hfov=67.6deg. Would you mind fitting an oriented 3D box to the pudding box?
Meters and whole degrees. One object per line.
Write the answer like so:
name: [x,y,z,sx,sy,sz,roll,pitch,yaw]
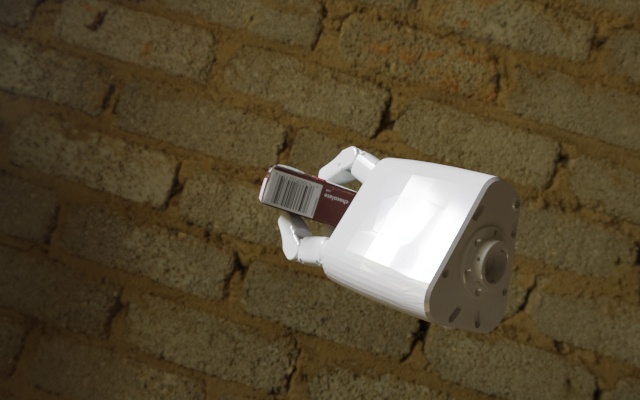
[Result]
pudding box: [0.000,0.001,0.452,0.113,0.039,0.090,20,-2,-9]
